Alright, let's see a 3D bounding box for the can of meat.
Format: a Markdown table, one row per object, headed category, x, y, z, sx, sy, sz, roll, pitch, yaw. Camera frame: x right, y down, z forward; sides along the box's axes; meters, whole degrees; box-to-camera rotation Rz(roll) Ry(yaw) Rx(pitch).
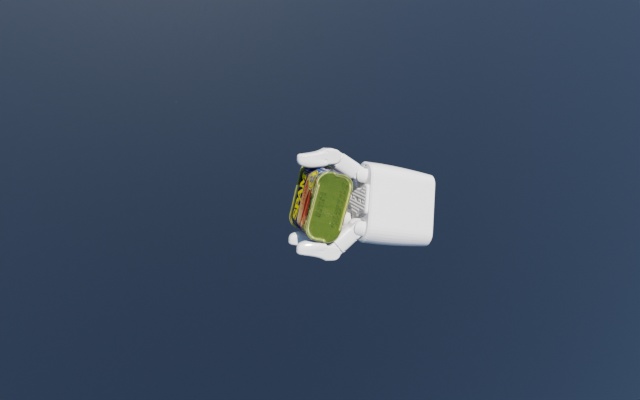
| category | x | y | z | sx | sy | sz | roll | pitch | yaw |
| --- | --- | --- | --- | --- | --- | --- | --- | --- | --- |
| can of meat | 0.000 | 0.002 | 0.670 | 0.057 | 0.102 | 0.084 | 11 | 8 | -19 |
